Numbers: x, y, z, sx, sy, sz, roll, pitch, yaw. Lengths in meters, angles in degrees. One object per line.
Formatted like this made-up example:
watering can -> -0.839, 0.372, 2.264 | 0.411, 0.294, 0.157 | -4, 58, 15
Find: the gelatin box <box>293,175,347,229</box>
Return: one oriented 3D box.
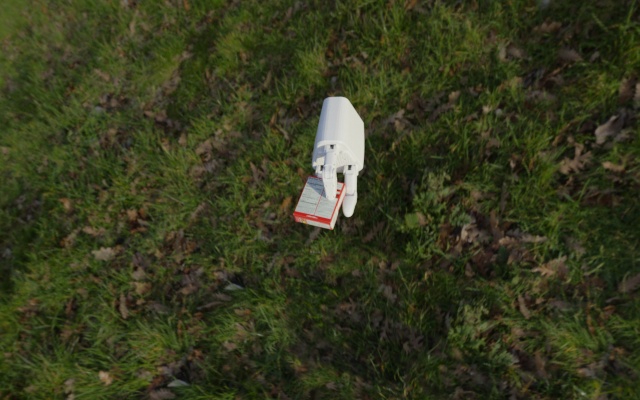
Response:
gelatin box -> 0.000, 0.003, 0.875 | 0.073, 0.089, 0.030 | 13, -27, 17
